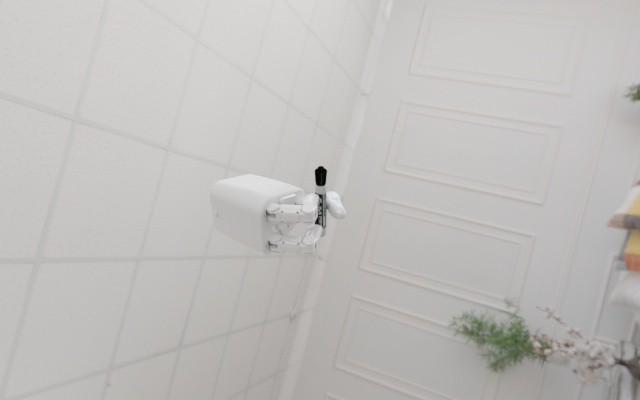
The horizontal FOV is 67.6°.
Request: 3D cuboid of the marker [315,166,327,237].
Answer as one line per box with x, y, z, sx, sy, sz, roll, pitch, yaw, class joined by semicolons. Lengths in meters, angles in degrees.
0.000;0.002;0.734;0.020;0.121;0.020;0;32;0;marker
